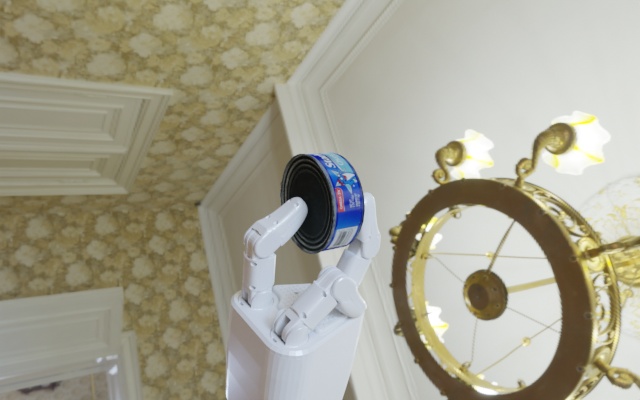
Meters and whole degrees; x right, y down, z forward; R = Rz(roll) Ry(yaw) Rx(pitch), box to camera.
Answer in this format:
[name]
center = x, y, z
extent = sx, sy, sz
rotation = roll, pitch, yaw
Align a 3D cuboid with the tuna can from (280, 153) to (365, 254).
[tuna can]
center = 0.001, 0.001, 0.414
extent = 0.034, 0.086, 0.086
rotation = -8, 4, -33
